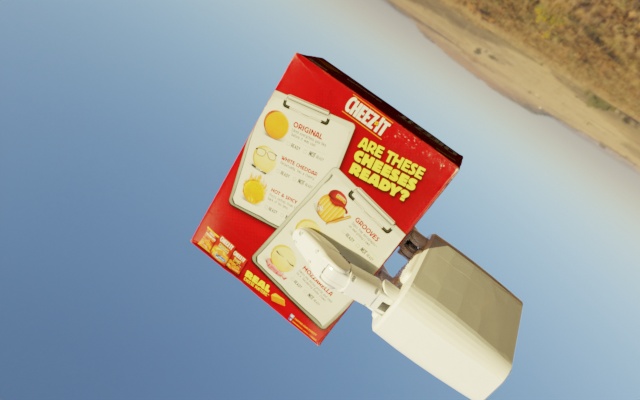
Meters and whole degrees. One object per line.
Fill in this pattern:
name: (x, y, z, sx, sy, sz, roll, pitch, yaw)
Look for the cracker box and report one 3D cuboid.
cracker box: (0.000, 0.002, 0.445, 0.164, 0.214, 0.072, 37, 23, 8)
